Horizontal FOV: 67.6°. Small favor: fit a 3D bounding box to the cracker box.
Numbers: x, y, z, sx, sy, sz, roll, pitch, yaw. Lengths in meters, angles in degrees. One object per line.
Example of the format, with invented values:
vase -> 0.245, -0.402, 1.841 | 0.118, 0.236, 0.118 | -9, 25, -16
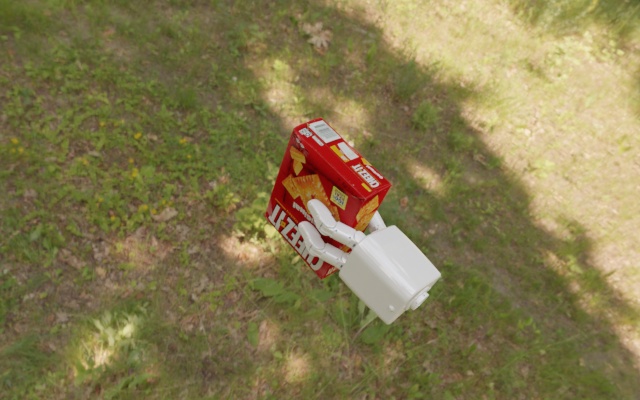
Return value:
cracker box -> 0.000, 0.002, 0.773 | 0.072, 0.164, 0.214 | -26, -27, -39
